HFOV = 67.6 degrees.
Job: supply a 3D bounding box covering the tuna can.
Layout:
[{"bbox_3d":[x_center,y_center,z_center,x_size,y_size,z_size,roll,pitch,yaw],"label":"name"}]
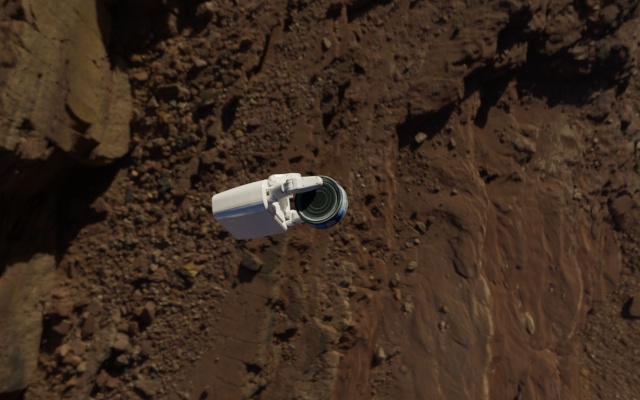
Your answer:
[{"bbox_3d":[0.000,0.002,0.799,0.086,0.086,0.034,0,-17,18],"label":"tuna can"}]
